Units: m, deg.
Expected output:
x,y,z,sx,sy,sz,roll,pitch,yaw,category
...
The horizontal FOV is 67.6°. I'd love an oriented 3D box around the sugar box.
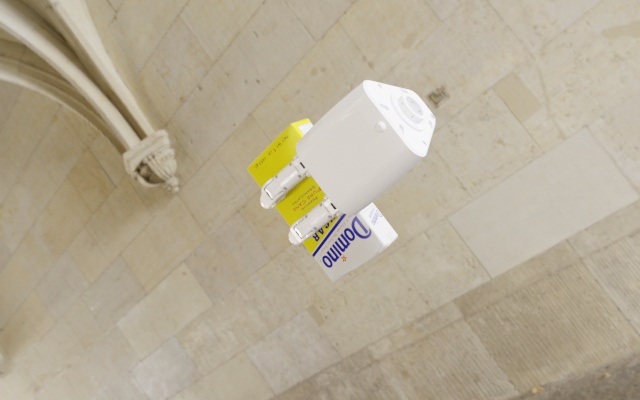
x,y,z,sx,sy,sz,roll,pitch,yaw,category
0.000,0.002,0.566,0.093,0.176,0.048,-40,-7,33,sugar box
